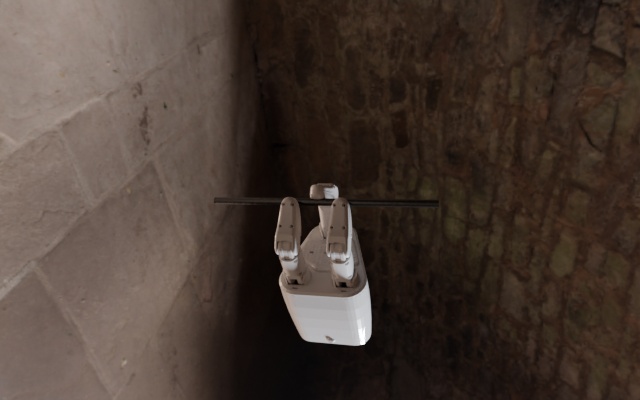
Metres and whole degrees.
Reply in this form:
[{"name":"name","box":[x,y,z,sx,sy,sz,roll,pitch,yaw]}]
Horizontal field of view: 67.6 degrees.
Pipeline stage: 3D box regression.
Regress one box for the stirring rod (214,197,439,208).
[{"name":"stirring rod","box":[0.000,0.002,0.500,0.239,0.011,0.011,1,0,14]}]
